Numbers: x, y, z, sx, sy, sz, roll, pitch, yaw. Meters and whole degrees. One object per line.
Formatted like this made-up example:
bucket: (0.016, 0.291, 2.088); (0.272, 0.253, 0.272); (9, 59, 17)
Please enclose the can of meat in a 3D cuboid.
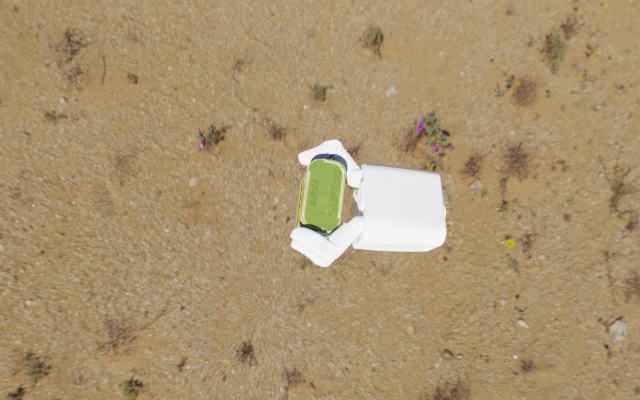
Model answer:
can of meat: (0.000, 0.002, 0.645); (0.057, 0.102, 0.084); (8, -14, -4)
